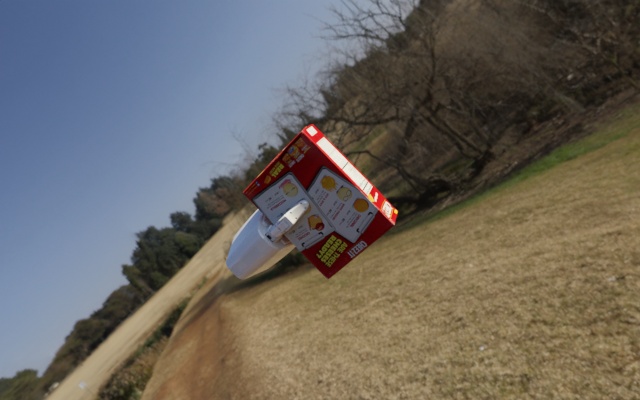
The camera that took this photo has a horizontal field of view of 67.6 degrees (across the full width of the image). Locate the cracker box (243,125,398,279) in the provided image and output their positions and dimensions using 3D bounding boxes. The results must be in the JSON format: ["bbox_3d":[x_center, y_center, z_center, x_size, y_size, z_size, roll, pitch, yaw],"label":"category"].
[{"bbox_3d":[0.000,0.003,0.819,0.164,0.214,0.072,-43,4,26],"label":"cracker box"}]
